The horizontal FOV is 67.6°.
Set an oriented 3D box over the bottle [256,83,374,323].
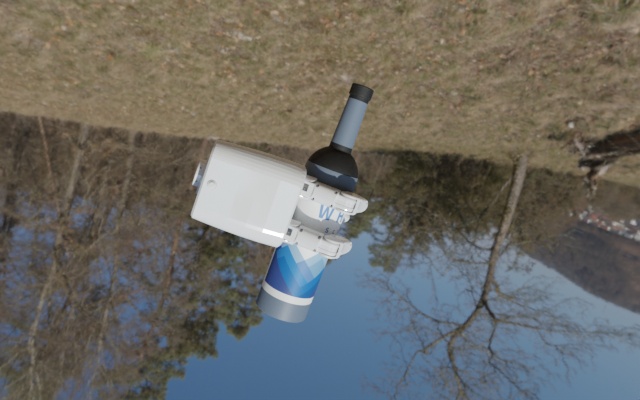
[{"bbox_3d":[0.000,0.002,0.586,0.069,0.296,0.069,20,8,-3],"label":"bottle"}]
